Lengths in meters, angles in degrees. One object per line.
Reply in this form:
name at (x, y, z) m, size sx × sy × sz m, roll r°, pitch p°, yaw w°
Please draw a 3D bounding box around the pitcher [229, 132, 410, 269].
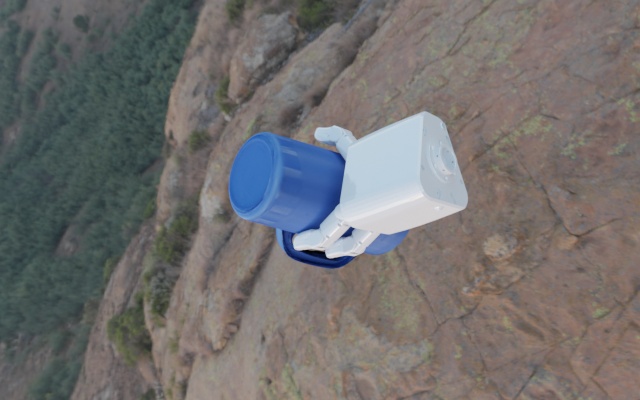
pitcher at (0.000, 0.002, 0.642) m, size 0.243 × 0.149 × 0.145 m, roll 15°, pitch -24°, yaw -41°
